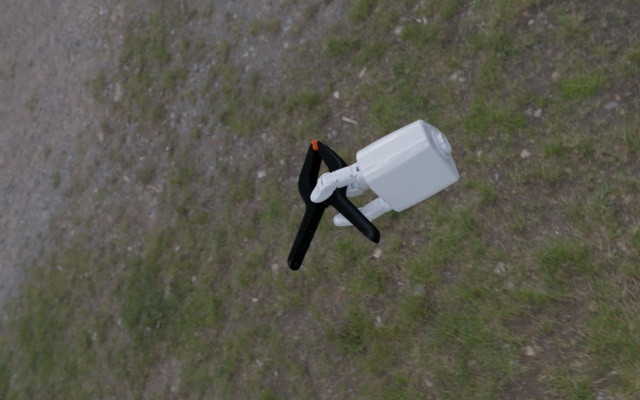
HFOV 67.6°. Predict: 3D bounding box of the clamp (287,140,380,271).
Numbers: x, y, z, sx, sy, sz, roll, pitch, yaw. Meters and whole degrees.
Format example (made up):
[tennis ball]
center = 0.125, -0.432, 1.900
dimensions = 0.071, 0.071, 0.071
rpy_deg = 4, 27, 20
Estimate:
[clamp]
center = 0.000, 0.002, 0.757
dimensions = 0.164, 0.209, 0.036
rpy_deg = -28, -32, 26
